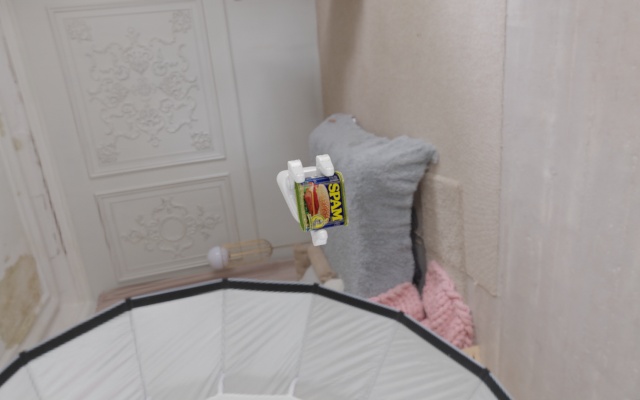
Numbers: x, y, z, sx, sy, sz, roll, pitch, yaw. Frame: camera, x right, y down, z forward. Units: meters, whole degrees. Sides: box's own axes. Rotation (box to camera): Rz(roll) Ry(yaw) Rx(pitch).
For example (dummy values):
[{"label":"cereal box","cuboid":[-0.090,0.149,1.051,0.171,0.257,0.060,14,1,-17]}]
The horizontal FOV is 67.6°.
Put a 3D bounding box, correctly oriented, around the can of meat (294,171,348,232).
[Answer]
[{"label":"can of meat","cuboid":[0.000,0.003,0.879,0.084,0.102,0.057,-10,12,-12]}]
